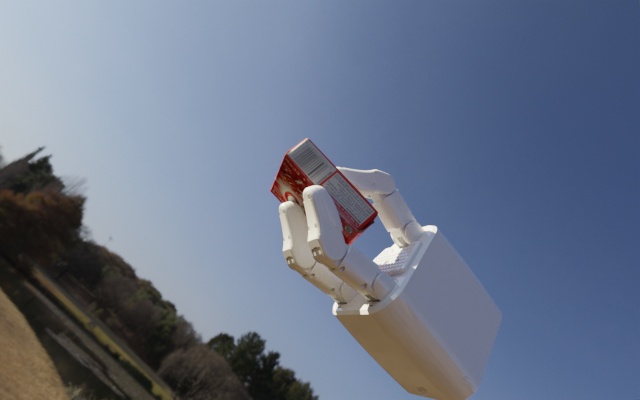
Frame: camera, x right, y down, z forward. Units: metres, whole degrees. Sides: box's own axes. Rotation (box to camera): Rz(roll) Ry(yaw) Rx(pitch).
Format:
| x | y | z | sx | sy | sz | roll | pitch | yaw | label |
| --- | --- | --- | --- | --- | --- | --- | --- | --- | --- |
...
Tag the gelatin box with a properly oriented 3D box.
| x | y | z | sx | sy | sz | roll | pitch | yaw | label |
| --- | --- | --- | --- | --- | --- | --- | --- | --- | --- |
| 0.000 | 0.001 | 0.412 | 0.030 | 0.089 | 0.073 | -39 | -8 | -26 | gelatin box |
